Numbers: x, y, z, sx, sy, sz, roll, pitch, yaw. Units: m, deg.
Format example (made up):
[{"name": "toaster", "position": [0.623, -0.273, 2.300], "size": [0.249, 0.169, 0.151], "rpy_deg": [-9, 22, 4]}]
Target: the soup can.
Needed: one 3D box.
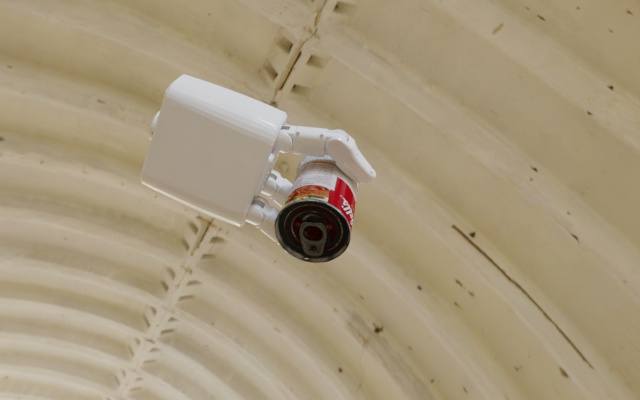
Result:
[{"name": "soup can", "position": [0.001, 0.001, 0.458], "size": [0.068, 0.068, 0.102], "rpy_deg": [0, 32, 10]}]
